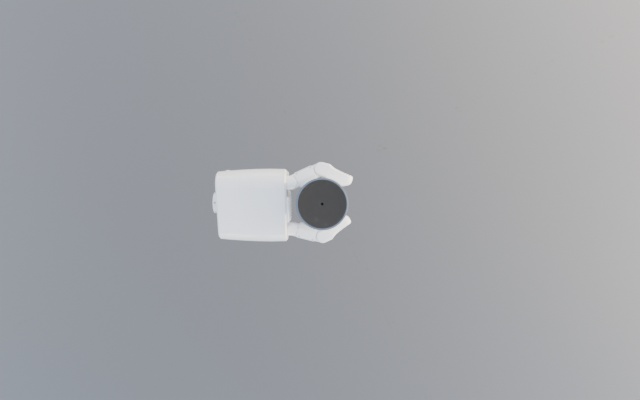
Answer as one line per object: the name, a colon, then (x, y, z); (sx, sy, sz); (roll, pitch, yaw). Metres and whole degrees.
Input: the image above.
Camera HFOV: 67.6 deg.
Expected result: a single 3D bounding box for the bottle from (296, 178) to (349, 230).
bottle: (0.000, 0.002, 0.746); (0.069, 0.069, 0.295); (0, 1, -1)
